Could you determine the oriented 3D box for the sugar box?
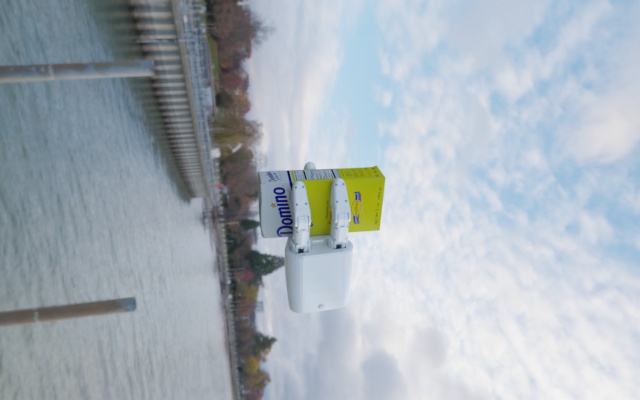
[{"bbox_3d":[0.000,0.003,0.686,0.176,0.093,0.048,-5,30,-11],"label":"sugar box"}]
